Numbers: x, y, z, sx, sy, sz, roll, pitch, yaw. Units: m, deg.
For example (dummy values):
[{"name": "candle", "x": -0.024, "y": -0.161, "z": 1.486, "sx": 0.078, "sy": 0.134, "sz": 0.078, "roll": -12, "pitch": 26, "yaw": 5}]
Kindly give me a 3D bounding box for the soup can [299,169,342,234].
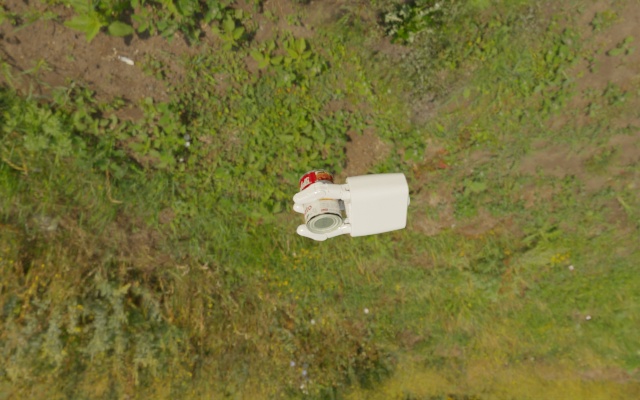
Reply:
[{"name": "soup can", "x": 0.000, "y": 0.003, "z": 0.884, "sx": 0.068, "sy": 0.102, "sz": 0.069, "roll": -7, "pitch": -35, "yaw": -5}]
